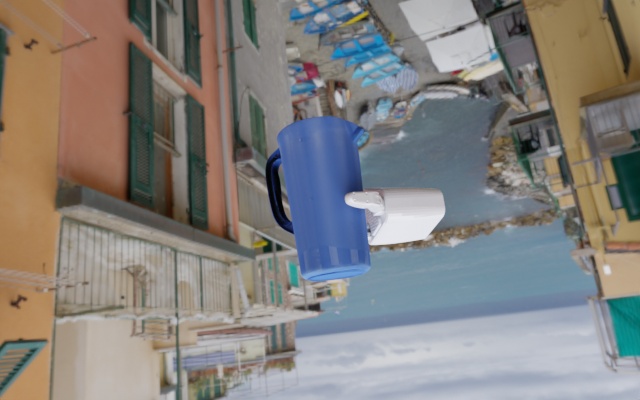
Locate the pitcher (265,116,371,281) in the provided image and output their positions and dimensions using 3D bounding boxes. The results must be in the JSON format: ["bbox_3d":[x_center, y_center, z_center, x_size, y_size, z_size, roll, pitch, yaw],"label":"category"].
[{"bbox_3d":[0.000,0.002,0.762,0.145,0.242,0.149,-3,-16,-17],"label":"pitcher"}]
